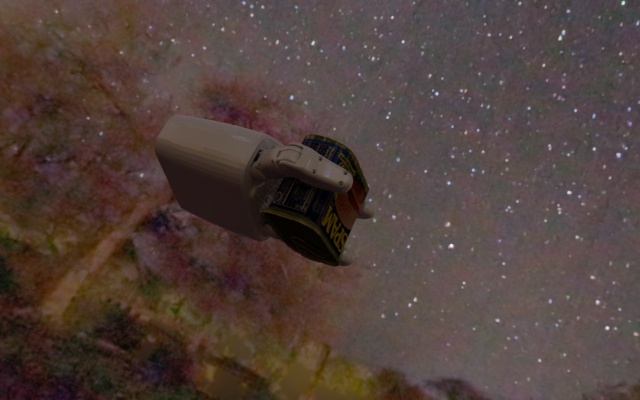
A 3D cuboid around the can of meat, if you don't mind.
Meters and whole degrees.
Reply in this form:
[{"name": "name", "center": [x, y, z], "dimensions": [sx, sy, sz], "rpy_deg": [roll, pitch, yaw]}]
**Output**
[{"name": "can of meat", "center": [0.000, 0.001, 0.441], "dimensions": [0.057, 0.084, 0.102], "rpy_deg": [16, -22, 25]}]
